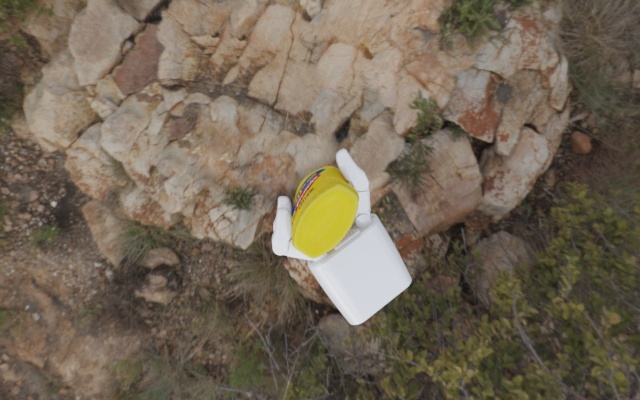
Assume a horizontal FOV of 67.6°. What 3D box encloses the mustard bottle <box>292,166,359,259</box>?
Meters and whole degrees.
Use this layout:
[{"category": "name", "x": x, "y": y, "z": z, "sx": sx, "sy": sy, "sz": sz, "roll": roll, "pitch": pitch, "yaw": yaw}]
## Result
[{"category": "mustard bottle", "x": 0.000, "y": 0.002, "z": 0.634, "sx": 0.058, "sy": 0.096, "sz": 0.191, "roll": 32, "pitch": 10, "yaw": -11}]
